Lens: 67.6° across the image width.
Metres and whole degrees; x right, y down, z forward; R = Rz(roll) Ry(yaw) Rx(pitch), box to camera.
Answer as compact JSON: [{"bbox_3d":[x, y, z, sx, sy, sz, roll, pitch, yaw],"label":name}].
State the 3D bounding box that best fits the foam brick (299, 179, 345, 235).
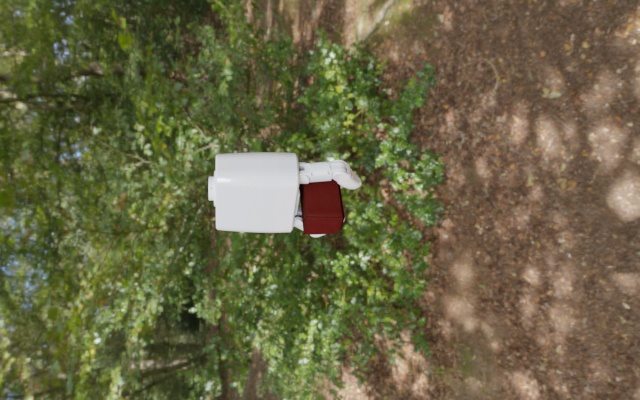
[{"bbox_3d":[0.000,0.002,0.657,0.051,0.078,0.053,-1,-30,-9],"label":"foam brick"}]
